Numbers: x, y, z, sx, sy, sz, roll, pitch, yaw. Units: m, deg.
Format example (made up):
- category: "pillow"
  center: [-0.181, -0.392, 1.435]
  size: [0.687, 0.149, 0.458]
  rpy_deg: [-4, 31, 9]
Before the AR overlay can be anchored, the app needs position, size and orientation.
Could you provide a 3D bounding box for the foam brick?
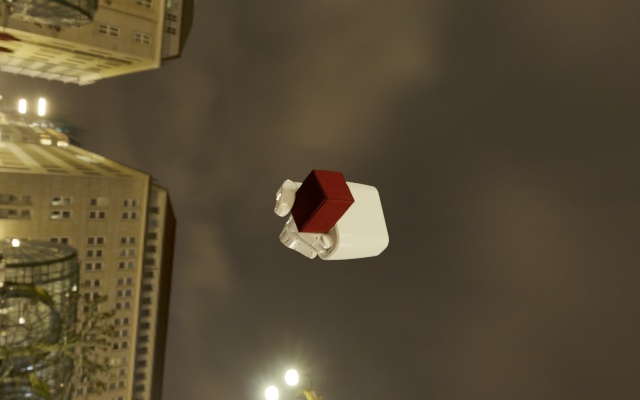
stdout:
- category: "foam brick"
  center: [0.000, 0.002, 0.657]
  size: [0.051, 0.053, 0.078]
  rpy_deg: [3, -40, -36]
